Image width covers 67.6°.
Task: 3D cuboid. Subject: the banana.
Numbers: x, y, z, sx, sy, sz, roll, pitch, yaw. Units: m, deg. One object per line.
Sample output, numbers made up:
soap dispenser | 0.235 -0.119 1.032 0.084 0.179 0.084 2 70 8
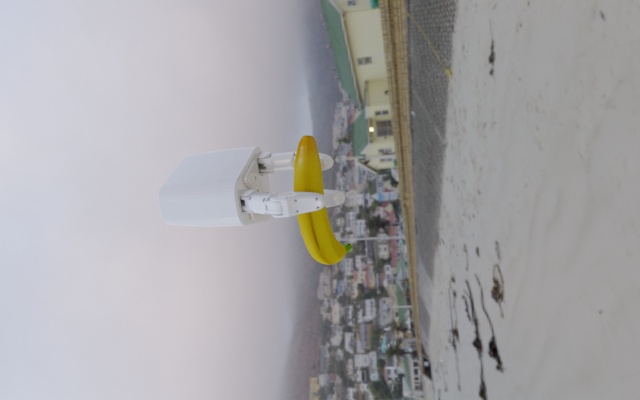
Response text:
banana | -0.003 0.017 0.579 0.037 0.198 0.069 -1 43 19
